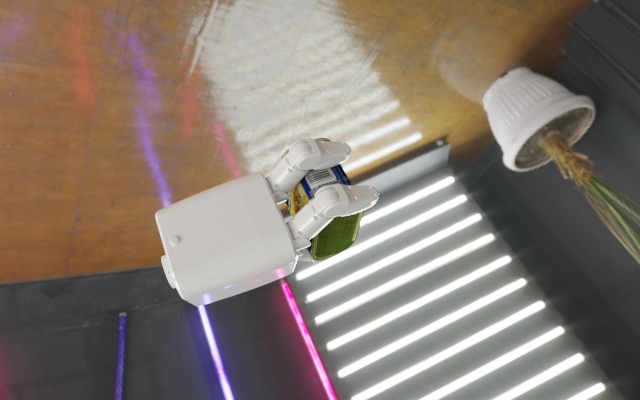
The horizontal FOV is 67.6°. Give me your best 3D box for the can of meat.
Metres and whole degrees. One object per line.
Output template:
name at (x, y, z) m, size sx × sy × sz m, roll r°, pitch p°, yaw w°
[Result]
can of meat at (0.000, 0.002, 0.491) m, size 0.057 × 0.084 × 0.102 m, roll -18°, pitch -31°, yaw -16°
